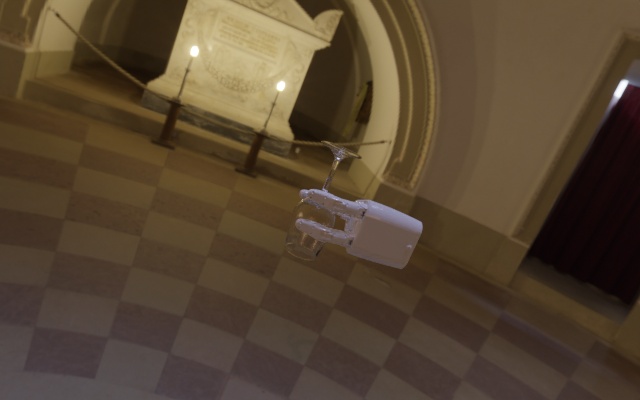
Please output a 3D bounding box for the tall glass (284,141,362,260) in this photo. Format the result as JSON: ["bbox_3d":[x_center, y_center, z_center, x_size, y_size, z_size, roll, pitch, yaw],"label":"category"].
[{"bbox_3d":[0.000,0.002,0.834,0.079,0.201,0.079,21,13,-5],"label":"tall glass"}]
